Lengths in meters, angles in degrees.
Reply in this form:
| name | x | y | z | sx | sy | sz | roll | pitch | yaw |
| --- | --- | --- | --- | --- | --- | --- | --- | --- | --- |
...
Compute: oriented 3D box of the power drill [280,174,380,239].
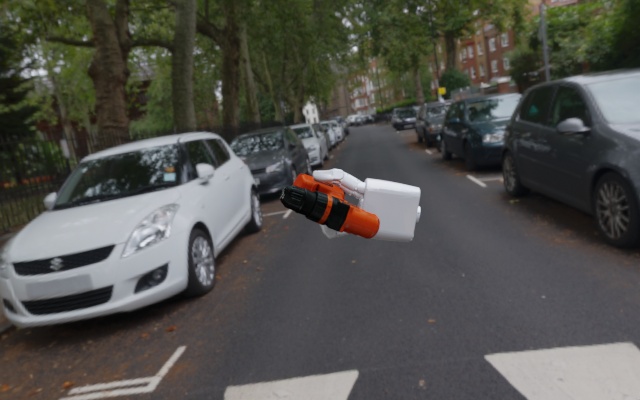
| name | x | y | z | sx | sy | sz | roll | pitch | yaw |
| --- | --- | --- | --- | --- | --- | --- | --- | --- | --- |
| power drill | 0.000 | 0.003 | 0.873 | 0.184 | 0.057 | 0.187 | 23 | 9 | -19 |
